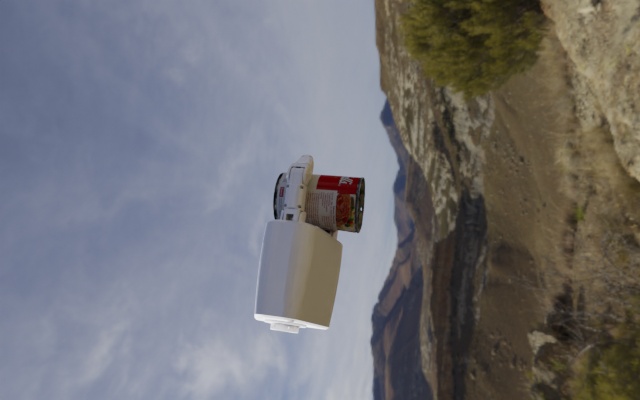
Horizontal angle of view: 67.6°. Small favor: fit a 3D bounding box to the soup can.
[{"bbox_3d":[0.000,0.001,0.585,0.102,0.068,0.068,5,1,11],"label":"soup can"}]
